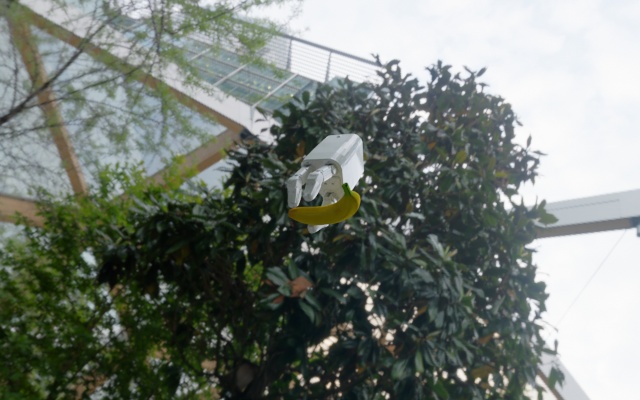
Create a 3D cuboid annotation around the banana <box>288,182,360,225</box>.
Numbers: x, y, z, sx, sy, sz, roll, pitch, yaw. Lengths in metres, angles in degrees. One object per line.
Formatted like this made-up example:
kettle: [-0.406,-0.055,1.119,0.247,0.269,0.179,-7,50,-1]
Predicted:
banana: [0.015,0.015,0.890,0.198,0.069,0.037,-27,21,51]
